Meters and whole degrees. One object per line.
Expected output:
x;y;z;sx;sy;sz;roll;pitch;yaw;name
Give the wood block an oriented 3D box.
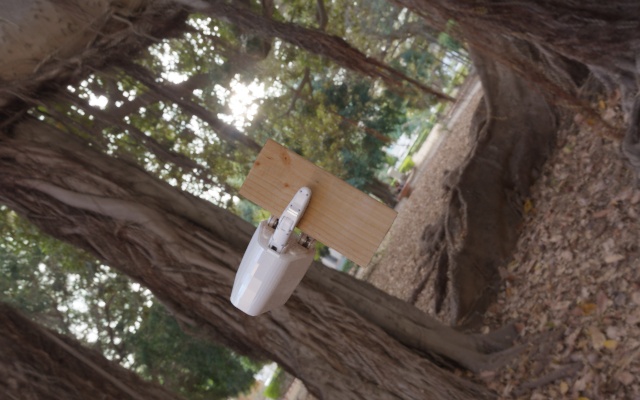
0.000;0.003;0.691;0.206;0.090;0.091;30;4;5;wood block
